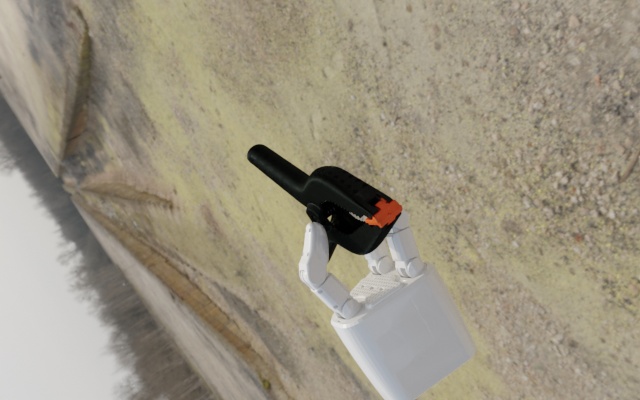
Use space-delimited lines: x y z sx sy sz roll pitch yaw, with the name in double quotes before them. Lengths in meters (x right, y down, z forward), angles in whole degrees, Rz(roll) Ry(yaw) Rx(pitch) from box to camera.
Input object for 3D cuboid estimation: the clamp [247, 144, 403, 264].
"clamp" 0.000 0.002 0.477 0.036 0.164 0.210 -38 11 -23
